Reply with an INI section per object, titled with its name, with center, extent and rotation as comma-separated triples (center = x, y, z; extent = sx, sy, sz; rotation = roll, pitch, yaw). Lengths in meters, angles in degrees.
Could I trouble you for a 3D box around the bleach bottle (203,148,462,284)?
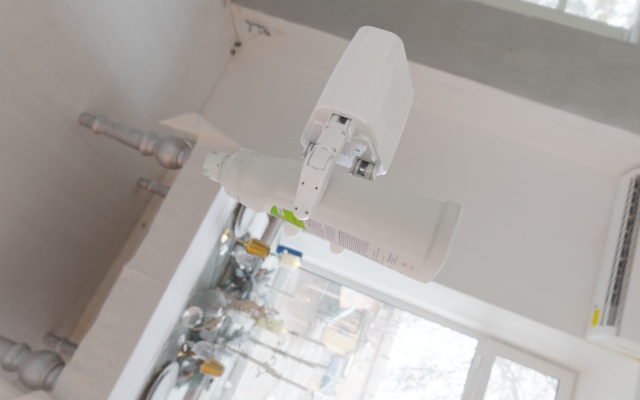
[bleach bottle]
center = 0.000, 0.002, 0.466
extent = 0.251, 0.068, 0.103
rotation = 21, -20, 10
